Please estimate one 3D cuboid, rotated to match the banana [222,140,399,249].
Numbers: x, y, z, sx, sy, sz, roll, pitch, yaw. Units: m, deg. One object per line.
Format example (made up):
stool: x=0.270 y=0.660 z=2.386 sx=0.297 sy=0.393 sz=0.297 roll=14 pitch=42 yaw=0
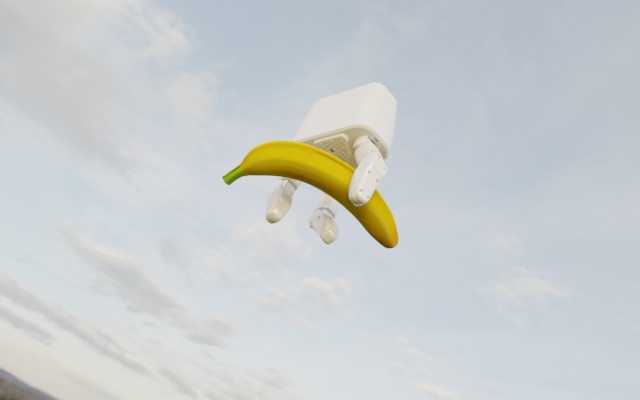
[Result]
banana: x=0.005 y=-0.014 z=0.491 sx=0.198 sy=0.070 sz=0.037 roll=23 pitch=30 yaw=-9
